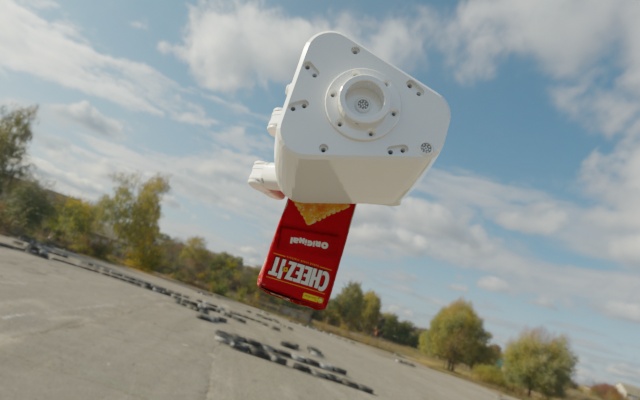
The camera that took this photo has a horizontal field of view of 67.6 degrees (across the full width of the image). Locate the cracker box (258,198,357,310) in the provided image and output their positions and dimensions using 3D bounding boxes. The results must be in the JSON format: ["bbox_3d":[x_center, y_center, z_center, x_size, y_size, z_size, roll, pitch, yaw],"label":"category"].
[{"bbox_3d":[0.000,0.002,0.503,0.072,0.213,0.164,17,-13,2],"label":"cracker box"}]
